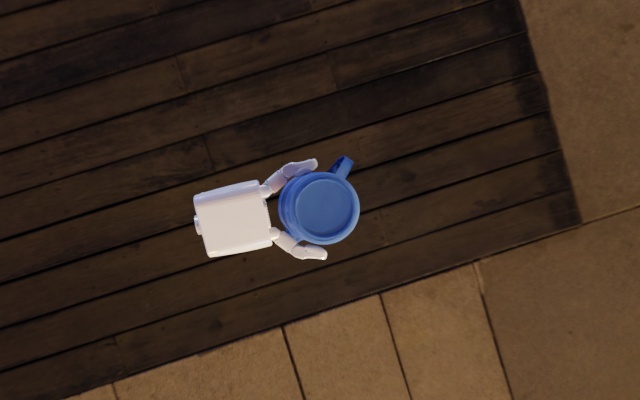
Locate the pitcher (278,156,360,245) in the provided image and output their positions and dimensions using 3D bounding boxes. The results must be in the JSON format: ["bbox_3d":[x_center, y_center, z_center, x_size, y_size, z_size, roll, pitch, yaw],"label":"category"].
[{"bbox_3d":[0.000,0.003,0.816,0.145,0.149,0.243,-10,1,-6],"label":"pitcher"}]
